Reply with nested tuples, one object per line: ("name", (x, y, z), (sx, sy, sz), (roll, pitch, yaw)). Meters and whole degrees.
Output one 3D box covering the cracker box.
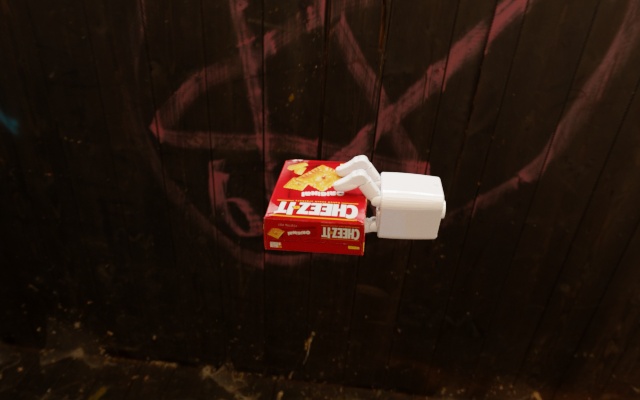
("cracker box", (0.000, 0.003, 0.850), (0.164, 0.072, 0.213), (3, 31, 6))
